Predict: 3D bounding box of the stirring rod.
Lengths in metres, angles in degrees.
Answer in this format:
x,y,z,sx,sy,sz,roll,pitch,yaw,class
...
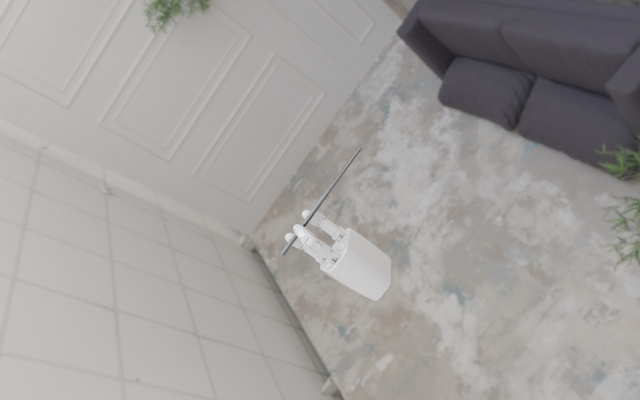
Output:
x,y,z,sx,sy,sz,roll,pitch,yaw,class
0.000,0.003,0.865,0.011,0.239,0.011,35,7,-5,stirring rod
